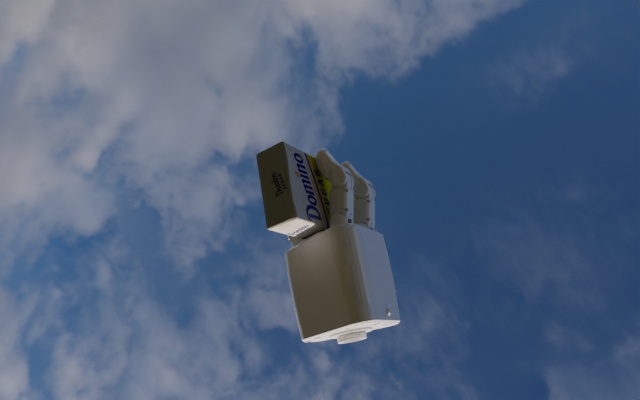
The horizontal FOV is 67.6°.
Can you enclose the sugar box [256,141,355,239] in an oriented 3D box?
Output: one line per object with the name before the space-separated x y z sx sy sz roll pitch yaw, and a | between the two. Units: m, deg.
sugar box | 0.001 0.002 0.573 0.048 0.093 0.176 -22 -23 26
